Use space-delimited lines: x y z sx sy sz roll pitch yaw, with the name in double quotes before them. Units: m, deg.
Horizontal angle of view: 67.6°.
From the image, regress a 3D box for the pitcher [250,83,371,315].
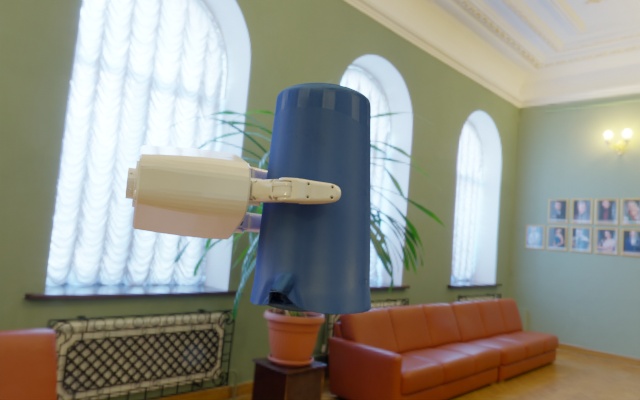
"pitcher" 0.000 0.002 0.545 0.145 0.243 0.149 6 -5 -20
